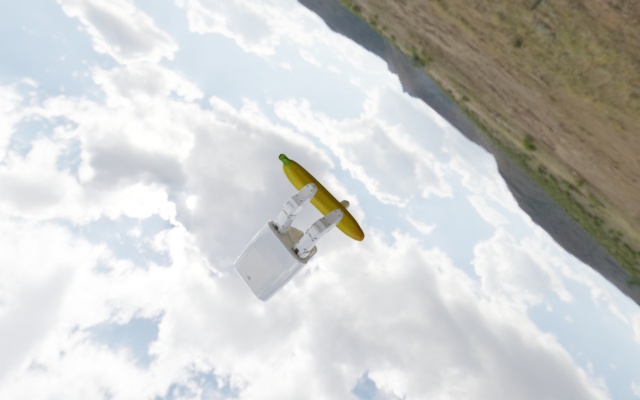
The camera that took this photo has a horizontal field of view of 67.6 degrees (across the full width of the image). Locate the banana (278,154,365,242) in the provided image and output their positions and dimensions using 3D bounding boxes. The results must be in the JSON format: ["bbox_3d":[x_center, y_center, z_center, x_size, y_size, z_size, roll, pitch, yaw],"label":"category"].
[{"bbox_3d":[-0.001,-0.003,0.816,0.198,0.037,0.069,44,10,-4],"label":"banana"}]
